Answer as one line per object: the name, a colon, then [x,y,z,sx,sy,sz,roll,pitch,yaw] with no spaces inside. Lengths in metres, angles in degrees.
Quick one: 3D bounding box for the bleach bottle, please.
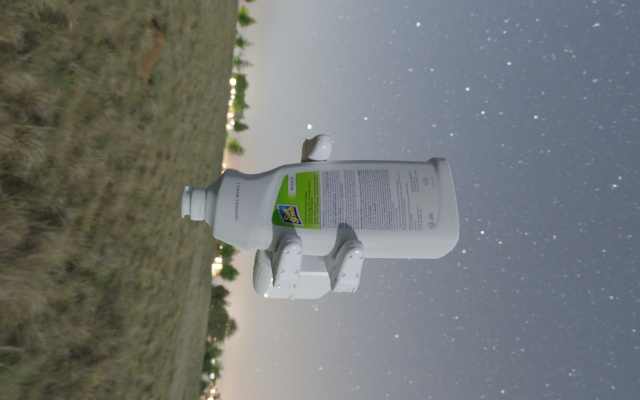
bleach bottle: [0.000,0.002,0.453,0.251,0.102,0.068,4,-27,-12]
